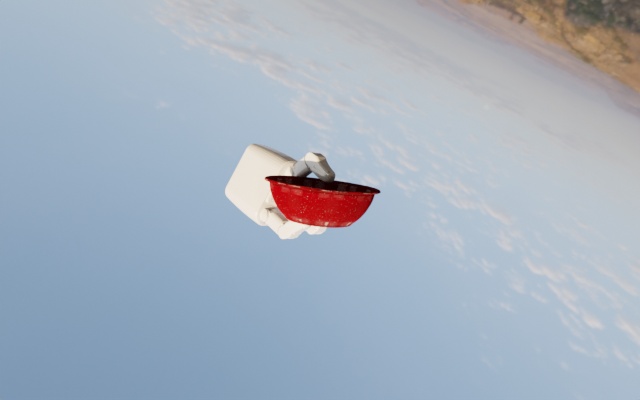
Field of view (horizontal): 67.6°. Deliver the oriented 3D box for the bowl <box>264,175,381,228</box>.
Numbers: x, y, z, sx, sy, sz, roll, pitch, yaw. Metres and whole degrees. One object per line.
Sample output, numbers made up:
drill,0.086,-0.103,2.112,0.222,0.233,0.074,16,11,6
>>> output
bowl,0.001,0.003,0.663,0.162,0.055,0.162,6,7,-1
